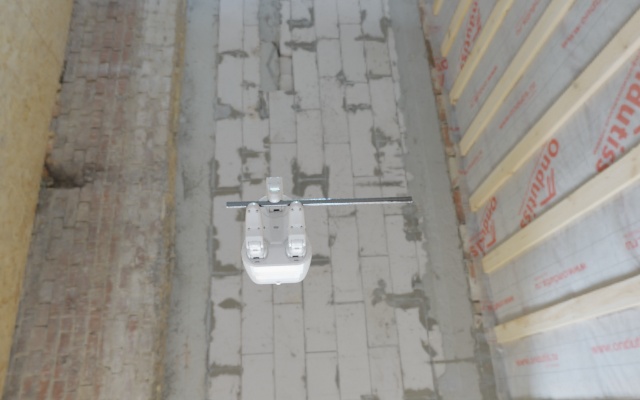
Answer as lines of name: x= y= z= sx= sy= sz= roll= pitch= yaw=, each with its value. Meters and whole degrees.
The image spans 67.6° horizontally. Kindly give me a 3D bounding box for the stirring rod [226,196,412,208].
stirring rod: x=0.000 y=0.002 z=0.619 sx=0.239 sy=0.011 sz=0.011 roll=-2 pitch=0 yaw=-5
